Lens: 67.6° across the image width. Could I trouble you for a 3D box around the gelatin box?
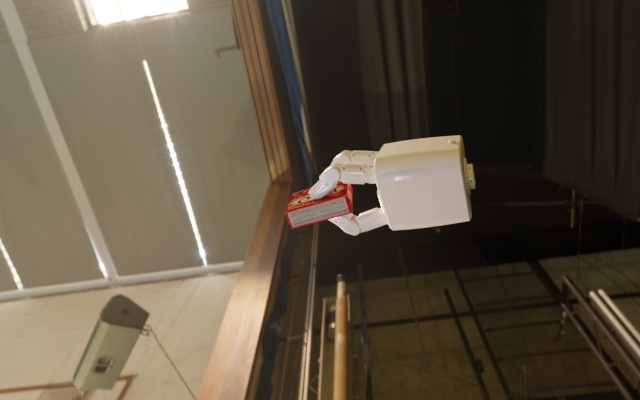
[{"bbox_3d":[0.000,0.003,0.667,0.089,0.030,0.073,-16,19,10],"label":"gelatin box"}]
